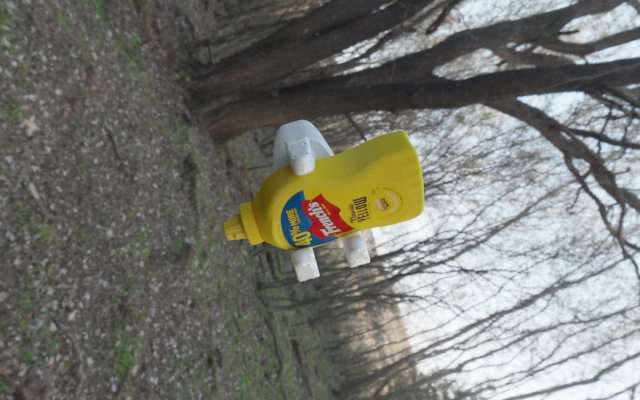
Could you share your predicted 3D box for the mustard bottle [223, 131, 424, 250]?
[{"bbox_3d":[0.000,0.002,0.460,0.191,0.058,0.096,-16,-43,0],"label":"mustard bottle"}]
